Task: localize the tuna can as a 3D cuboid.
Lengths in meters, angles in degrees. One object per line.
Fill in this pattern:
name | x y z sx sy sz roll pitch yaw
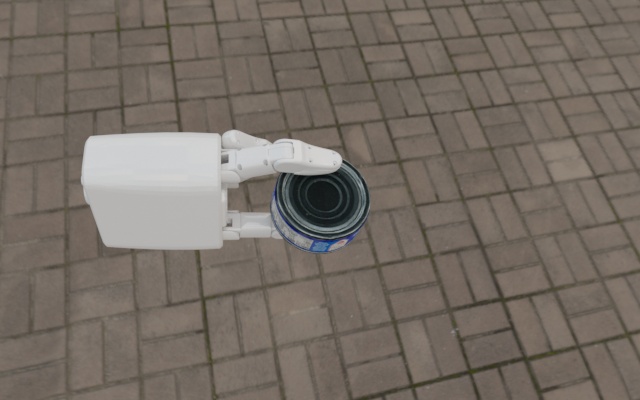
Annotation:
tuna can | 0.000 0.001 0.420 0.086 0.086 0.034 0 -26 -14
